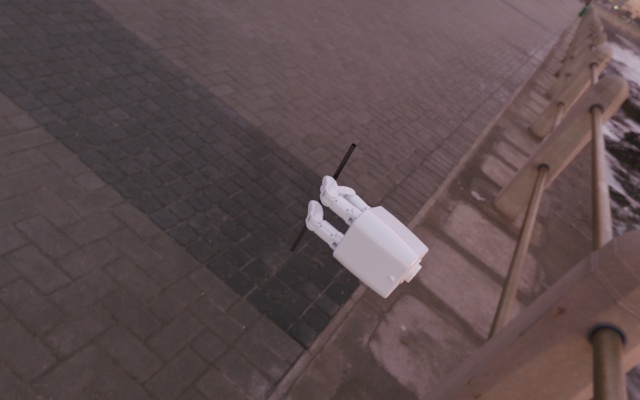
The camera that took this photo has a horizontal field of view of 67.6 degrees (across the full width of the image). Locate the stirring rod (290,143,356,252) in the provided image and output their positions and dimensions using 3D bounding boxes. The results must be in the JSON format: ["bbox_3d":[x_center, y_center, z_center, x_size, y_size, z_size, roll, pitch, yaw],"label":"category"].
[{"bbox_3d":[0.000,0.003,0.791,0.011,0.240,0.011,20,35,-15],"label":"stirring rod"}]
